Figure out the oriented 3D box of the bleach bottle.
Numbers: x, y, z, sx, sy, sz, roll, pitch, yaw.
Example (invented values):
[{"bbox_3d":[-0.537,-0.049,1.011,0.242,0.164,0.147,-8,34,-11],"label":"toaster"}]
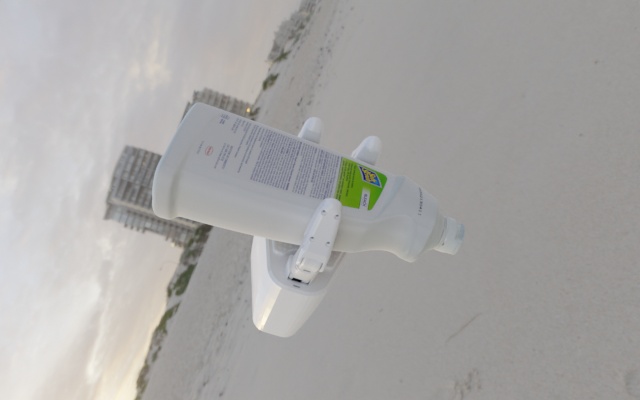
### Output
[{"bbox_3d":[0.000,0.001,0.401,0.251,0.102,0.068,18,-40,-5],"label":"bleach bottle"}]
